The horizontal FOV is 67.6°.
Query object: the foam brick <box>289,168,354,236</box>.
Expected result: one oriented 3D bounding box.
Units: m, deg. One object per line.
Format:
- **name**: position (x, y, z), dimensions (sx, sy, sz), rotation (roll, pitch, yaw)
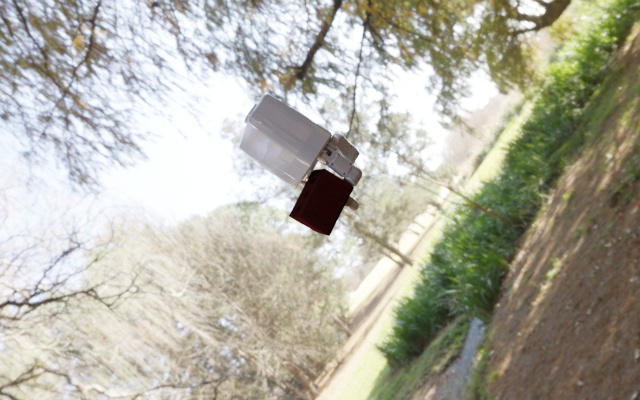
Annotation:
- **foam brick**: position (0.000, 0.002, 0.667), dimensions (0.051, 0.078, 0.053), rotation (30, -10, -20)
